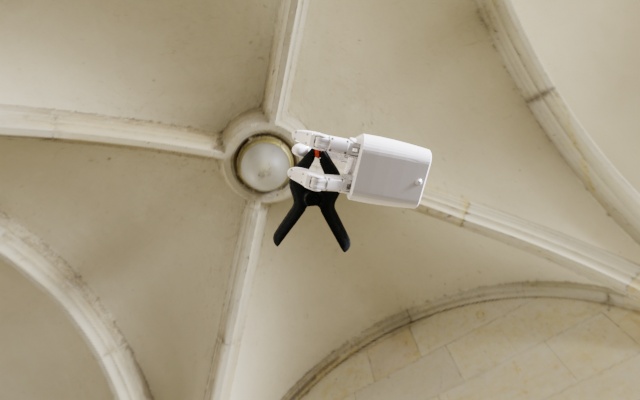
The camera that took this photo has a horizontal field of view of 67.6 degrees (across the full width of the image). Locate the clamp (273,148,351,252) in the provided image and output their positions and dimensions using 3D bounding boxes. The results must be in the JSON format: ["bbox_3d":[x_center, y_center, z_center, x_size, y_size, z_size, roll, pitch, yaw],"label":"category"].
[{"bbox_3d":[0.000,0.002,0.729,0.120,0.171,0.039,11,18,-6],"label":"clamp"}]
